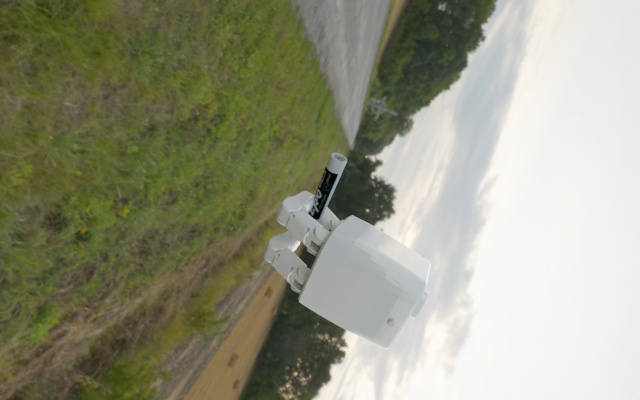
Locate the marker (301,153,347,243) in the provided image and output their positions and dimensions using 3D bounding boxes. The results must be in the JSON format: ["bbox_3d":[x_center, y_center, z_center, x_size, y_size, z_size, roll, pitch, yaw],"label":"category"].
[{"bbox_3d":[0.000,0.002,0.534,0.020,0.121,0.020,16,32,-11],"label":"marker"}]
